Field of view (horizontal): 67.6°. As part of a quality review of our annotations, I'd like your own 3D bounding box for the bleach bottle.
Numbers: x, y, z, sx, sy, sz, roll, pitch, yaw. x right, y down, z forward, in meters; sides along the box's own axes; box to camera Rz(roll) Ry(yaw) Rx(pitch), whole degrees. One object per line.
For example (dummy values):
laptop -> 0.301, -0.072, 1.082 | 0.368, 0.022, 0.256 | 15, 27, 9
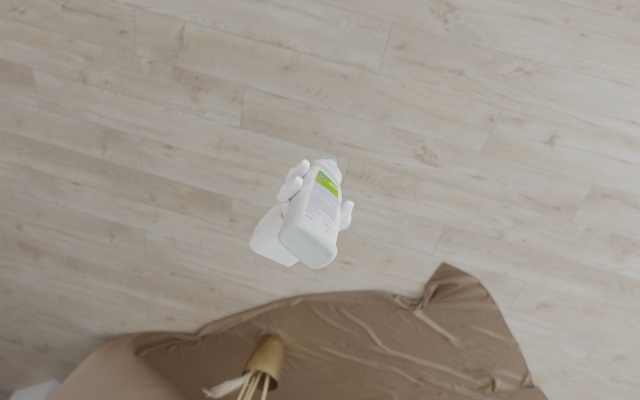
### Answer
bleach bottle -> 0.000, 0.003, 0.875 | 0.068, 0.102, 0.250 | -38, 20, 33
